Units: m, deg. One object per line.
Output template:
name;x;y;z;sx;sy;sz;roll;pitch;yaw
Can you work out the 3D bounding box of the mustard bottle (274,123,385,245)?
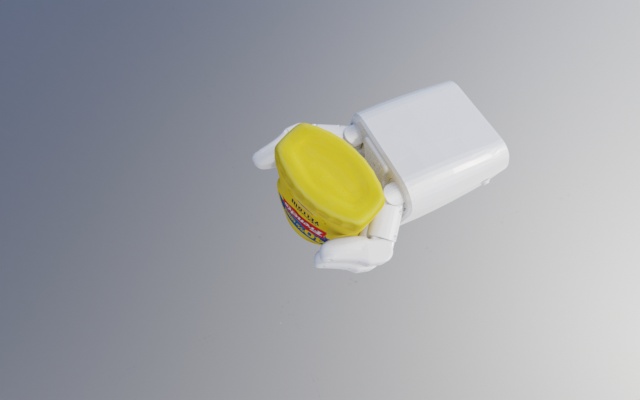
mustard bottle;0.000;0.002;0.456;0.096;0.058;0.192;41;-14;6
